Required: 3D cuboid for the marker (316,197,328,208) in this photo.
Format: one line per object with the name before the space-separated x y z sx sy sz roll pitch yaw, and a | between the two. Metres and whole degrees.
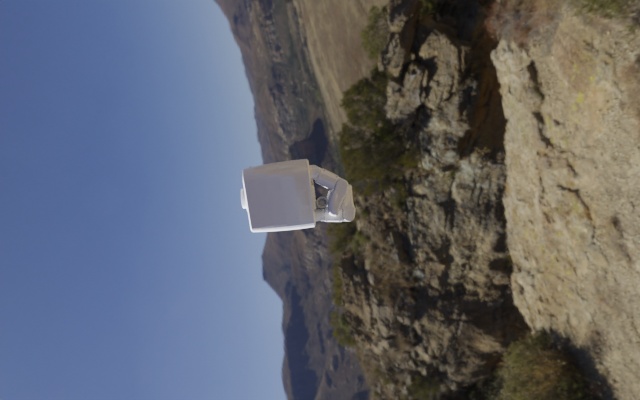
marker | 0.000 0.003 0.812 0.020 0.020 0.121 0 1 -2
